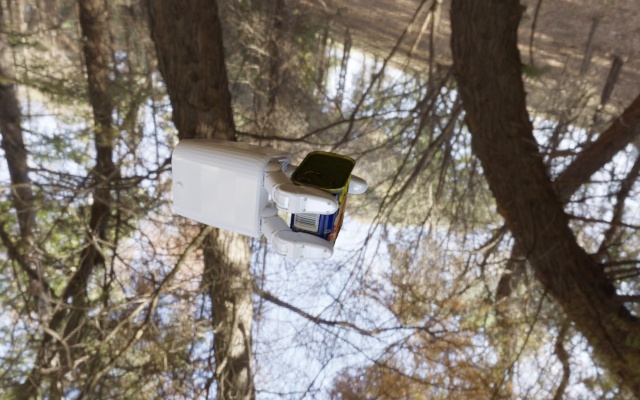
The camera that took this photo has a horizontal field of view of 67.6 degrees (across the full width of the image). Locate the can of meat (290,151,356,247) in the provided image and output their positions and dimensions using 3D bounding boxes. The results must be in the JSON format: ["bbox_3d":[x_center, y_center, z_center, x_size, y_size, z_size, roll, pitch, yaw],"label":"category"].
[{"bbox_3d":[0.000,0.002,0.536,0.057,0.084,0.102,12,27,9],"label":"can of meat"}]
